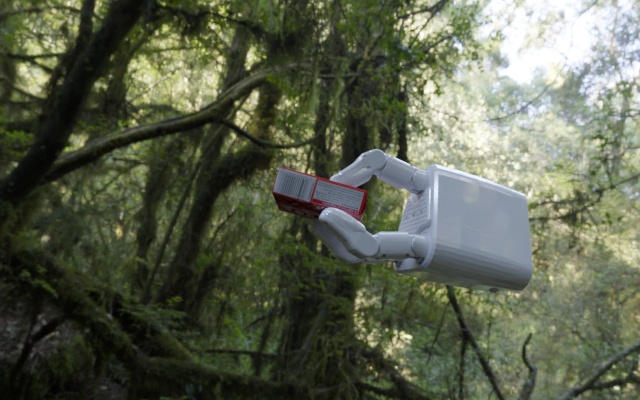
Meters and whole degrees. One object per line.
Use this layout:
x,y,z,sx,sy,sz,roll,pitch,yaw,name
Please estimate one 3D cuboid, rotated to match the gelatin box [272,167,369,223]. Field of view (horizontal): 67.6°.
0.000,0.001,0.474,0.089,0.030,0.073,16,-13,4,gelatin box
